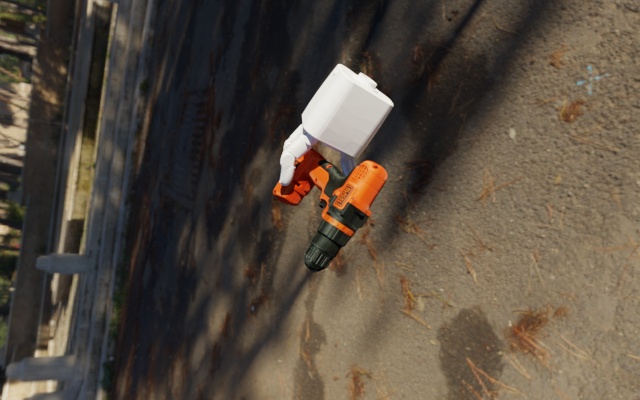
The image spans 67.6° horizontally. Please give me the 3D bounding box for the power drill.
[{"bbox_3d":[0.000,0.002,0.757,0.057,0.184,0.187,36,-2,-40],"label":"power drill"}]
